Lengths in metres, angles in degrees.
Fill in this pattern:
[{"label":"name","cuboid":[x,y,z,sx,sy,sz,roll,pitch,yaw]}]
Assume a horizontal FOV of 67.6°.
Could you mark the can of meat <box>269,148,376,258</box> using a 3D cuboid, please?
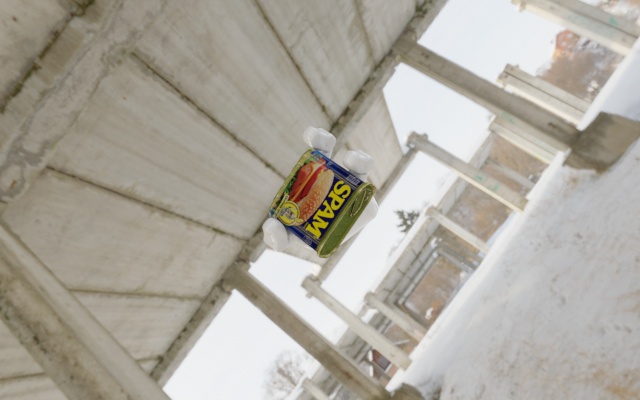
[{"label":"can of meat","cuboid":[0.000,0.002,0.558,0.084,0.102,0.057,36,5,20]}]
